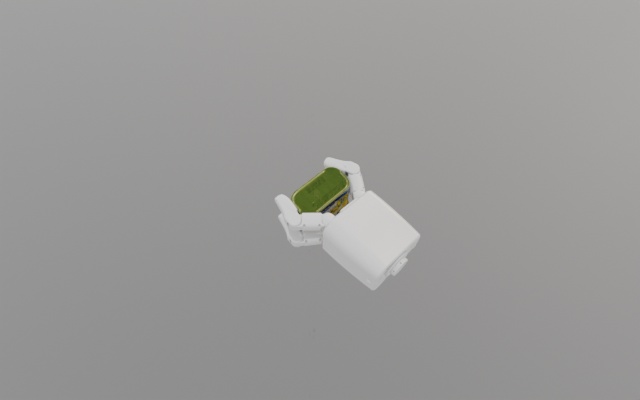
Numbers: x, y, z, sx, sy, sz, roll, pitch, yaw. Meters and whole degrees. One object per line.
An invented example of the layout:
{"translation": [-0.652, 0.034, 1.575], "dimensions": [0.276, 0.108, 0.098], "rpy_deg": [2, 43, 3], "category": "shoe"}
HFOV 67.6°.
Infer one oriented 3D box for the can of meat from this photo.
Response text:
{"translation": [0.000, 0.002, 0.768], "dimensions": [0.102, 0.057, 0.084], "rpy_deg": [-39, -19, -16], "category": "can of meat"}
